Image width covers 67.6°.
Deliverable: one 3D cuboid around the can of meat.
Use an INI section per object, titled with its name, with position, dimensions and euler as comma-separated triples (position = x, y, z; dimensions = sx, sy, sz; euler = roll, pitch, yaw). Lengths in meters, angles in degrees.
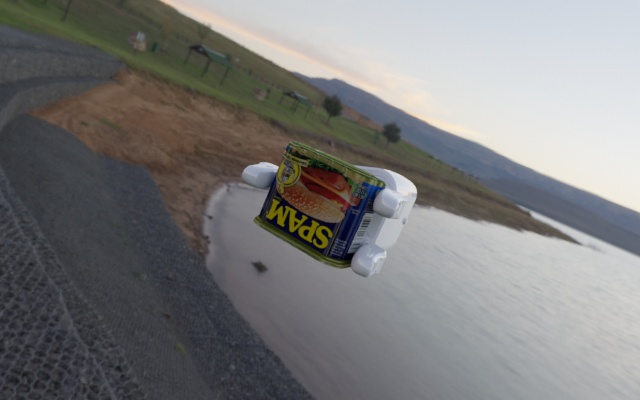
[can of meat]
position = 0.000, 0.001, 0.438
dimensions = 0.102, 0.084, 0.057
euler = 27, 10, 26
